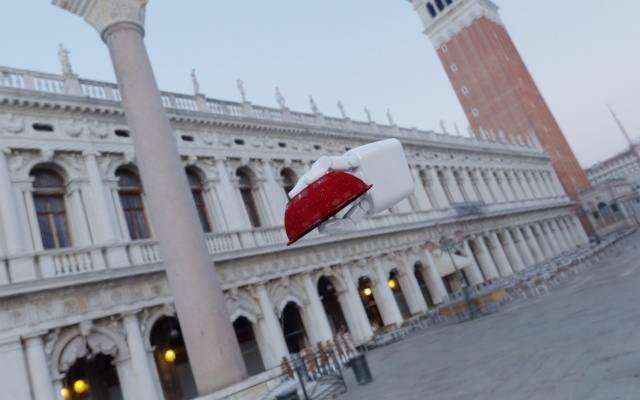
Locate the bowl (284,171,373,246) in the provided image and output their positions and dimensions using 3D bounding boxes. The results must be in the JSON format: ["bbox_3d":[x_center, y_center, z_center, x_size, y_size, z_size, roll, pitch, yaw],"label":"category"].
[{"bbox_3d":[-0.001,0.002,0.731,0.162,0.055,0.162,-35,-4,-3],"label":"bowl"}]
